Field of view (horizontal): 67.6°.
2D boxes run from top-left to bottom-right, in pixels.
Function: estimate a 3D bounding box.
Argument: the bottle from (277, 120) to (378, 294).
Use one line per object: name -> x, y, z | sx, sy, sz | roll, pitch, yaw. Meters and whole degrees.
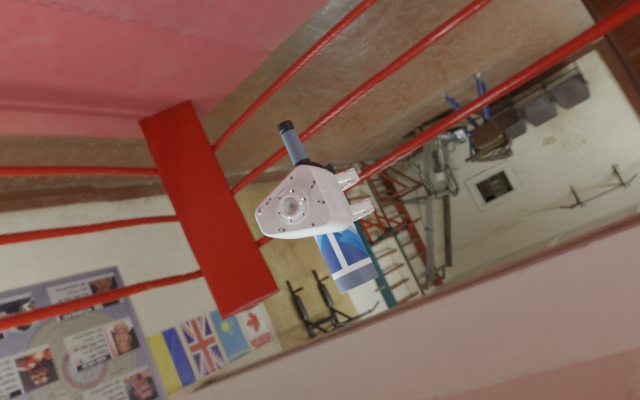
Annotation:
bottle -> 0.000, 0.003, 0.777 | 0.069, 0.295, 0.069 | -24, -10, -5
